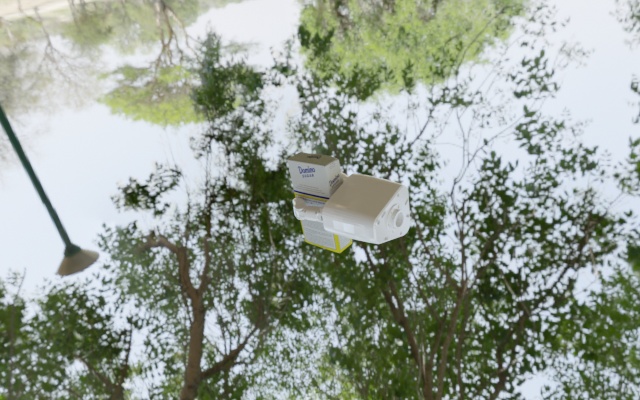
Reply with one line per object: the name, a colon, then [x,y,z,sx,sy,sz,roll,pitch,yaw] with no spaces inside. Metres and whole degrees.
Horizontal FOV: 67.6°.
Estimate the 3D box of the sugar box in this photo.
sugar box: [0.001,0.003,0.872,0.093,0.176,0.048,14,33,39]
